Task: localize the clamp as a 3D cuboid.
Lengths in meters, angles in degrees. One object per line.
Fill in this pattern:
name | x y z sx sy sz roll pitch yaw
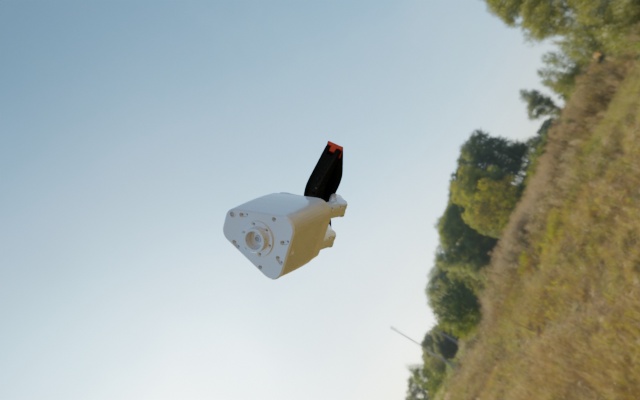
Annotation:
clamp | -0.001 0.002 0.789 0.036 0.210 0.164 26 20 18
